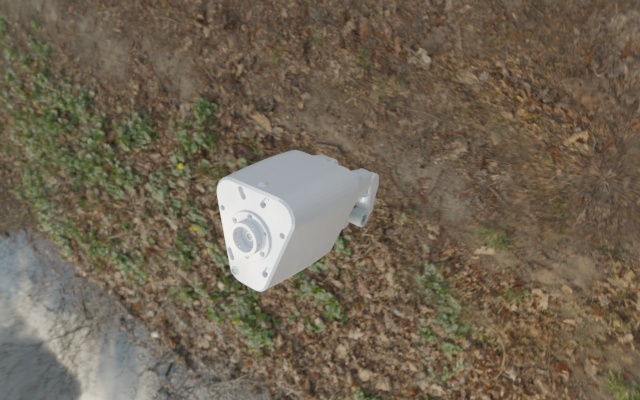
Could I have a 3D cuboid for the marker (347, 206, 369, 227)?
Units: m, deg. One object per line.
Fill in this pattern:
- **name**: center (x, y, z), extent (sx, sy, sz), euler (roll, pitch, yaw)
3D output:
- **marker**: center (0.000, 0.002, 0.562), extent (0.121, 0.020, 0.020), euler (22, 11, 28)
